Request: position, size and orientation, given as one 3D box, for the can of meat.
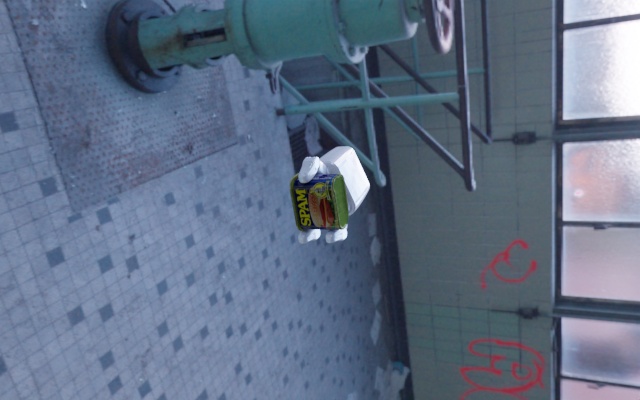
[{"bbox_3d":[0.000,0.003,0.841,0.084,0.102,0.057,0,21,25],"label":"can of meat"}]
